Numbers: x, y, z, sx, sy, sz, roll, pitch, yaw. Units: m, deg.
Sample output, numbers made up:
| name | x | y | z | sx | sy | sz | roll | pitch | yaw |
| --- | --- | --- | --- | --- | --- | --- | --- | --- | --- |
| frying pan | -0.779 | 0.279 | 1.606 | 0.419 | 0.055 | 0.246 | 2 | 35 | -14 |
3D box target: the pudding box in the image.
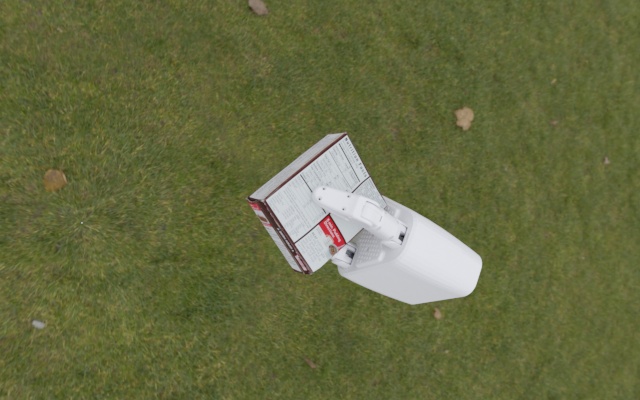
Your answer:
| name | x | y | z | sx | sy | sz | roll | pitch | yaw |
| --- | --- | --- | --- | --- | --- | --- | --- | --- | --- |
| pudding box | 0.000 | 0.002 | 0.456 | 0.113 | 0.090 | 0.039 | -41 | 21 | -25 |
